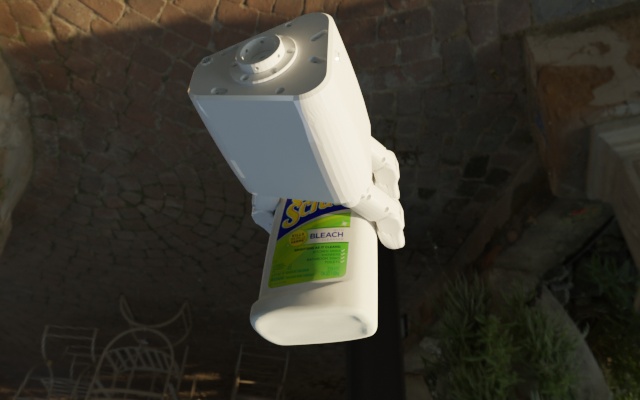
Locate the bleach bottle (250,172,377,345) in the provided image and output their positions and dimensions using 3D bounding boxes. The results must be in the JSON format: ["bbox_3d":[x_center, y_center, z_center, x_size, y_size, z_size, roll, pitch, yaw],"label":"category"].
[{"bbox_3d":[0.000,0.002,0.449,0.102,0.250,0.068,-9,-38,14],"label":"bleach bottle"}]
